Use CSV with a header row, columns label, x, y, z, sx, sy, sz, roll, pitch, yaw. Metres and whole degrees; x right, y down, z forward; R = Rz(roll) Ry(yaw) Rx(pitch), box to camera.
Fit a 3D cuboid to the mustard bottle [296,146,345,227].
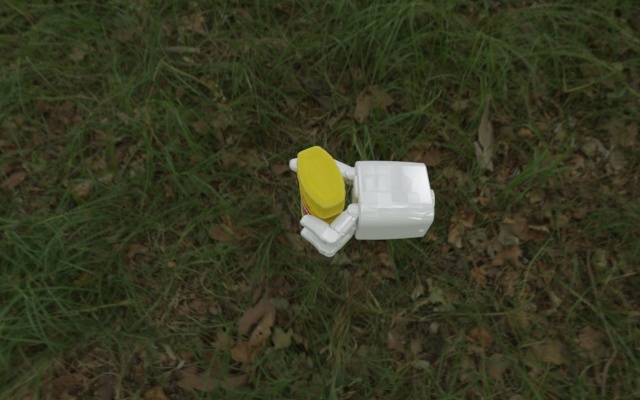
label,x,y,z,sx,sy,sz,roll,pitch,yaw
mustard bottle,0.000,0.002,0.729,0.058,0.096,0.192,-23,-21,-9
